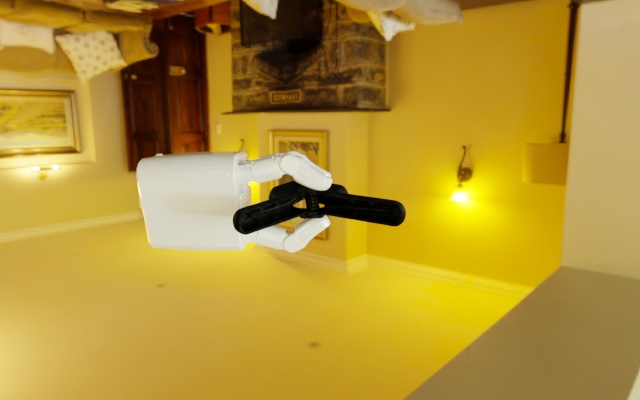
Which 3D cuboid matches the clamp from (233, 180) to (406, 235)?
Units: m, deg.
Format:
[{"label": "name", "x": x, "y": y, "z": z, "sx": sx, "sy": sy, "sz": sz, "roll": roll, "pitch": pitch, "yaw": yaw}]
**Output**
[{"label": "clamp", "x": 0.000, "y": 0.002, "z": 0.537, "sx": 0.164, "sy": 0.036, "sz": 0.210, "roll": -1, "pitch": 10, "yaw": 0}]
